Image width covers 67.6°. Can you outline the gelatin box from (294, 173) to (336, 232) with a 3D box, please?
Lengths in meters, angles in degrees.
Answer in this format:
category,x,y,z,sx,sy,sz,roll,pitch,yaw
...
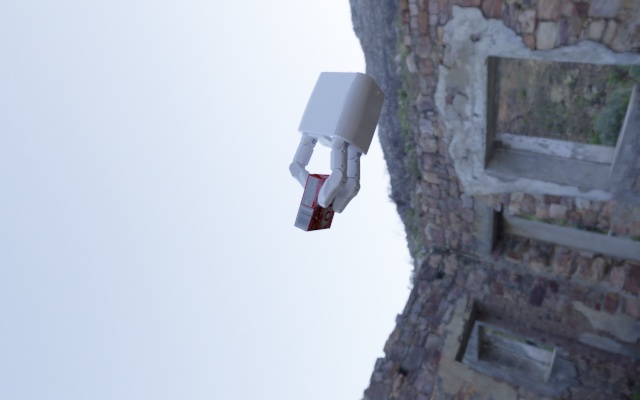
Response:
category,x,y,z,sx,sy,sz,roll,pitch,yaw
gelatin box,0.000,0.003,0.749,0.030,0.089,0.073,22,12,28
